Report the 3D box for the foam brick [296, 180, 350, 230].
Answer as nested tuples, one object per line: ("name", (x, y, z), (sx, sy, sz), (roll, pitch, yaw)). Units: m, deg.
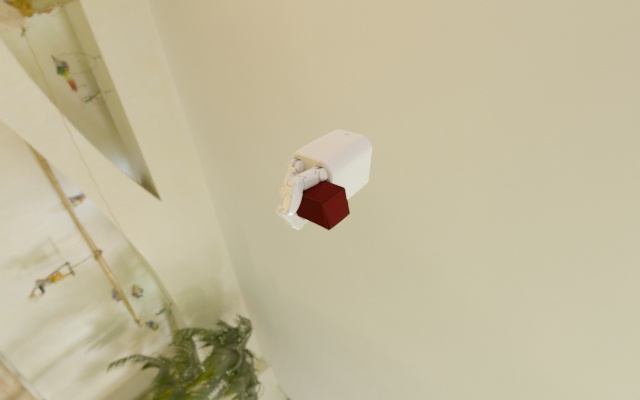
("foam brick", (0.000, 0.003, 0.756), (0.051, 0.053, 0.078), (-34, 38, -30))
